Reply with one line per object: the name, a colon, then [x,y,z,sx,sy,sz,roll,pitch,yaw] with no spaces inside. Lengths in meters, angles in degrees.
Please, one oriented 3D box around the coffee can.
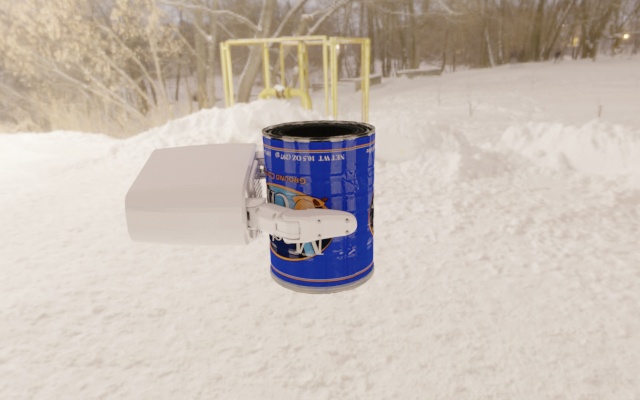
coffee can: [0.000,0.002,0.449,0.103,0.140,0.102,-1,17,0]
